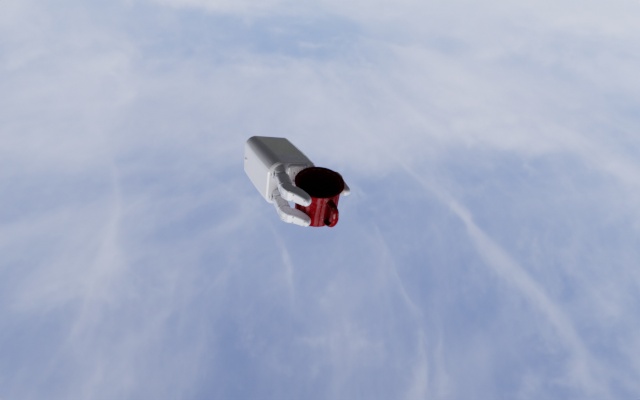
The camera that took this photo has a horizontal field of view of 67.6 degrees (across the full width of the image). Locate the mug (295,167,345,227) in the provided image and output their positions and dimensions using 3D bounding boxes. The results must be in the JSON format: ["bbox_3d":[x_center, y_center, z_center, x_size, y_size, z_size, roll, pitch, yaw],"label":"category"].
[{"bbox_3d":[0.001,0.004,0.896,0.093,0.082,0.117,-18,48,-27],"label":"mug"}]
